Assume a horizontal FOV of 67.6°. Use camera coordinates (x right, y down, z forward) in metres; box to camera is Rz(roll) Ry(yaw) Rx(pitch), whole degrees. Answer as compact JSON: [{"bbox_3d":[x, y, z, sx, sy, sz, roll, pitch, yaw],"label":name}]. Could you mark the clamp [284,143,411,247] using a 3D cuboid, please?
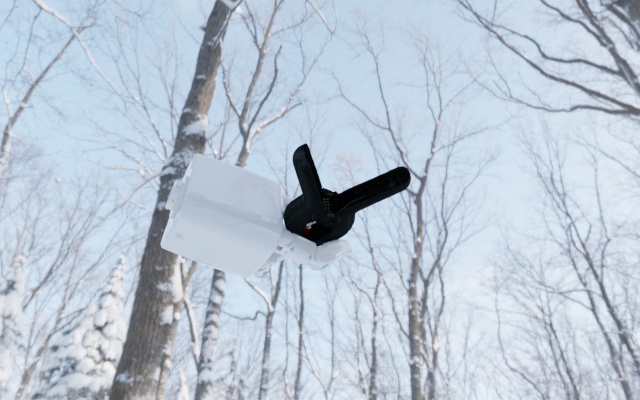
[{"bbox_3d":[0.000,0.001,0.506,0.120,0.039,0.171,22,-42,-21],"label":"clamp"}]
